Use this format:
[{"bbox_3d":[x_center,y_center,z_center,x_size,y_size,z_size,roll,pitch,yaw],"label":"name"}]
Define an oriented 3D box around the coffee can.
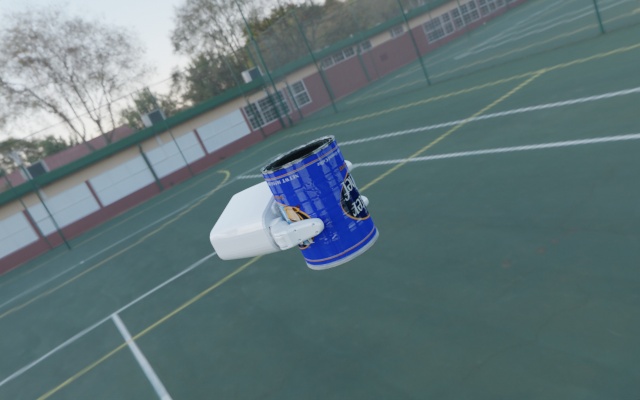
[{"bbox_3d":[0.000,0.002,0.609,0.103,0.140,0.102,-24,14,6],"label":"coffee can"}]
